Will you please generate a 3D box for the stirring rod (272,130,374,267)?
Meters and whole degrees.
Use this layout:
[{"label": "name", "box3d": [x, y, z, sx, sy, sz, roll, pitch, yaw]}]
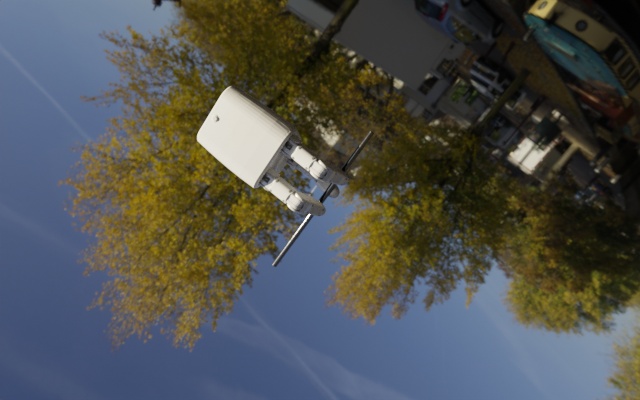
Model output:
[{"label": "stirring rod", "box3d": [0.000, 0.002, 0.668, 0.011, 0.239, 0.011, 33, 17, -11]}]
